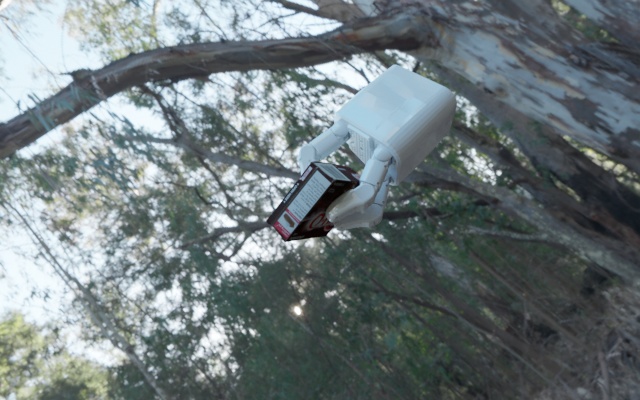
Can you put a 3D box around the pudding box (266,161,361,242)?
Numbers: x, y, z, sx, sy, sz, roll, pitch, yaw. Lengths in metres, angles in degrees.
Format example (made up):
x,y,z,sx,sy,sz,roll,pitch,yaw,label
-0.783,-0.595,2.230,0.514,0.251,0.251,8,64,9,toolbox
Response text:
x,y,z,sx,sy,sz,roll,pitch,yaw,label
0.000,0.002,0.554,0.039,0.090,0.113,44,17,21,pudding box
